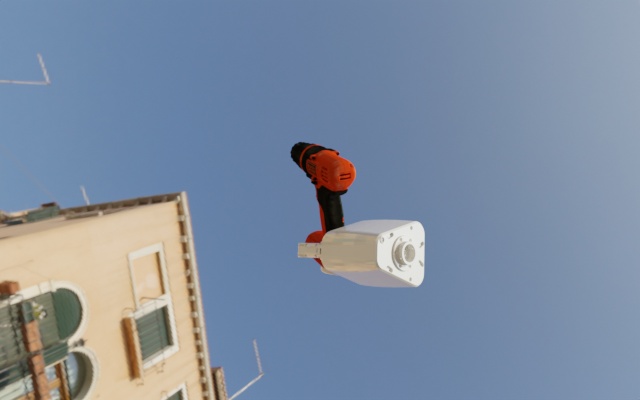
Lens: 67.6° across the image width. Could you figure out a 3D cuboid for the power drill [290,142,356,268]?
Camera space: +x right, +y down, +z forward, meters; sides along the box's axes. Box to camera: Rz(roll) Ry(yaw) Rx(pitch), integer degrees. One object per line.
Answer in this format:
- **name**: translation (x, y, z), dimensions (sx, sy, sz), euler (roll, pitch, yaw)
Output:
- **power drill**: translation (0.000, 0.003, 0.786), dimensions (0.057, 0.188, 0.184), euler (-12, 22, -20)
